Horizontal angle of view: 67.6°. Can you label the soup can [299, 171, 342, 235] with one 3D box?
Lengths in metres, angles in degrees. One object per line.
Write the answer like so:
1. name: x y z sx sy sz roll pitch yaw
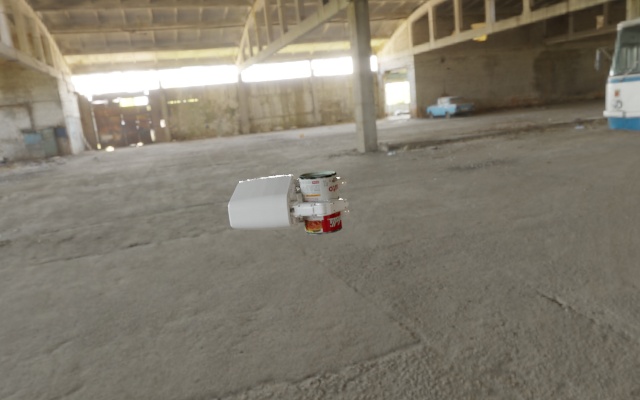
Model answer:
1. soup can: 0.001 0.002 0.843 0.068 0.102 0.068 -6 11 1
